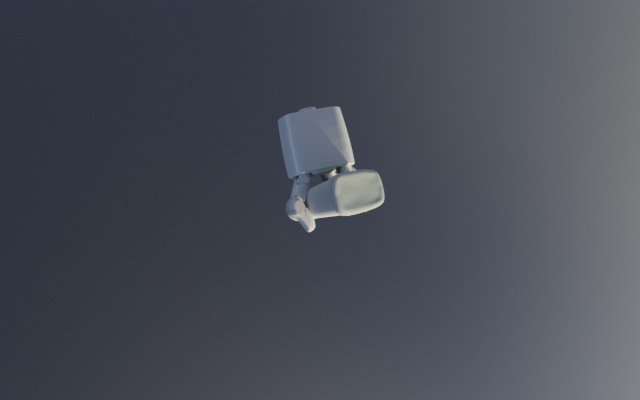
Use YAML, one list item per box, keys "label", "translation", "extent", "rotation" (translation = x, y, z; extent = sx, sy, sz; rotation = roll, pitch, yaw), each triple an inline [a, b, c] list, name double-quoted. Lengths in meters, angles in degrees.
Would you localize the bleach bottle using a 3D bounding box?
- label: "bleach bottle"
  translation: [0.000, 0.003, 0.852]
  extent: [0.102, 0.068, 0.251]
  rotation: [-12, -2, -32]
